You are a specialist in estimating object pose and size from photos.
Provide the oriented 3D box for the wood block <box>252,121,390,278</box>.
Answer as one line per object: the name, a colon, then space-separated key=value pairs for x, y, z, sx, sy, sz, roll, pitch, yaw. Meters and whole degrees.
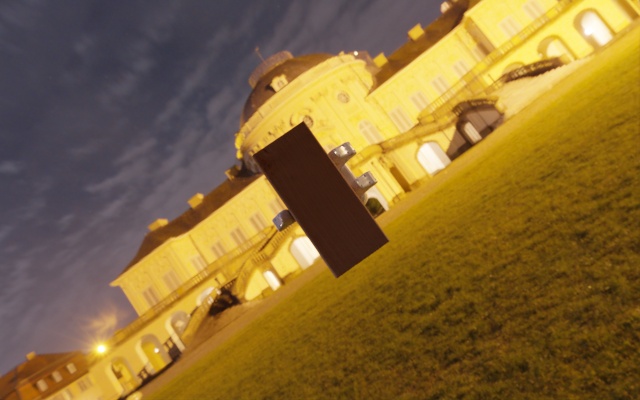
wood block: x=0.000 y=0.002 z=0.695 sx=0.091 sy=0.206 sz=0.090 roll=-35 pitch=-7 yaw=-4
